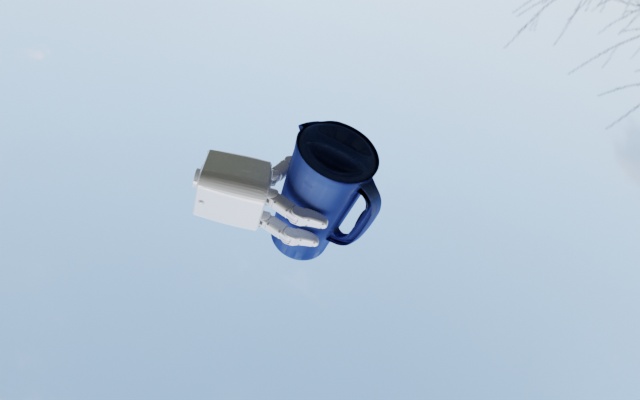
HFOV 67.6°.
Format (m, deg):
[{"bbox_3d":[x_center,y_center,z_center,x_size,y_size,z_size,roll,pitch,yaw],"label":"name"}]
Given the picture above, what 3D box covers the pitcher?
[{"bbox_3d":[0.000,0.003,0.797,0.145,0.149,0.243,13,-43,-11],"label":"pitcher"}]
